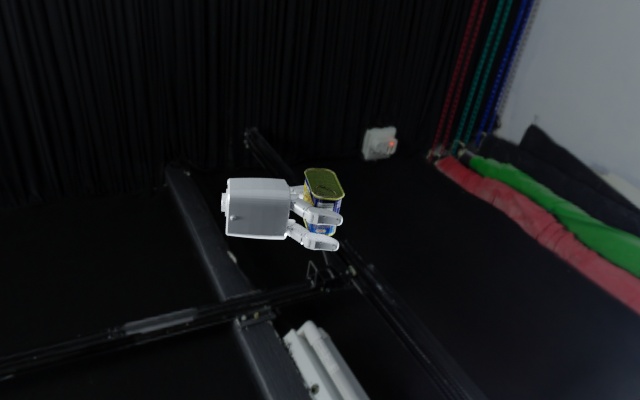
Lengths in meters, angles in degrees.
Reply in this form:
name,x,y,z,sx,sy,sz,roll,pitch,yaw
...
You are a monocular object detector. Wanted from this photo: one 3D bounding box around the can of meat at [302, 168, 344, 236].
name,x,y,z,sx,sy,sz,roll,pitch,yaw
can of meat,0.000,0.003,0.857,0.057,0.084,0.102,1,32,-15
